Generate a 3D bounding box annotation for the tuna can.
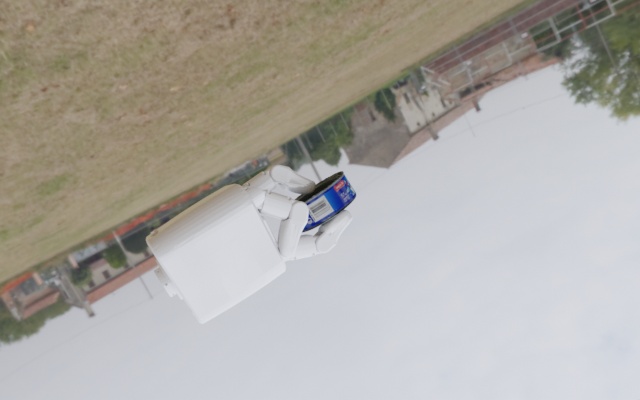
[{"bbox_3d":[0.000,0.002,0.574,0.086,0.034,0.086,-32,8,5],"label":"tuna can"}]
